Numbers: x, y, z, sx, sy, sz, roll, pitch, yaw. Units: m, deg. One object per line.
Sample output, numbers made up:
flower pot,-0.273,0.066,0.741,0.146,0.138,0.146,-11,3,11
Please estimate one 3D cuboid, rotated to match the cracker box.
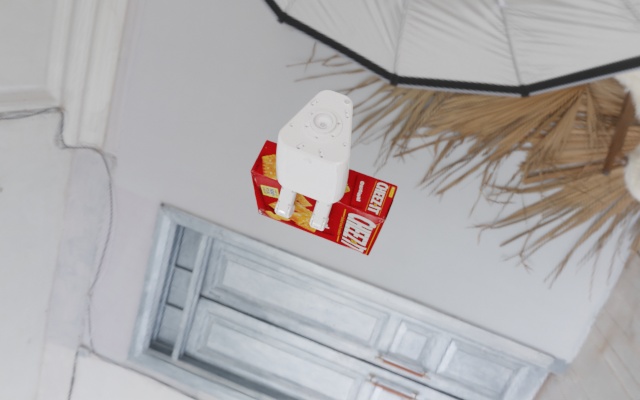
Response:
cracker box,0.000,0.002,0.777,0.213,0.072,0.164,21,-24,6
